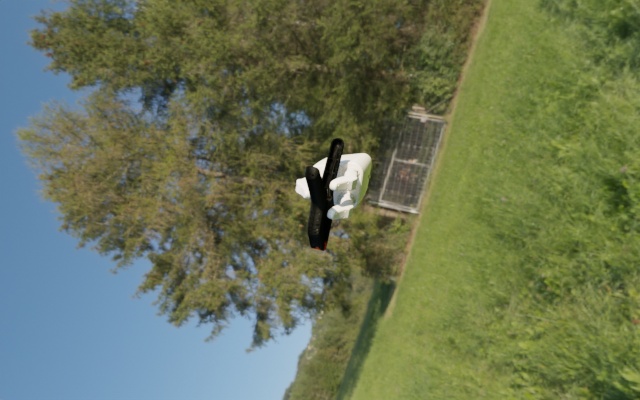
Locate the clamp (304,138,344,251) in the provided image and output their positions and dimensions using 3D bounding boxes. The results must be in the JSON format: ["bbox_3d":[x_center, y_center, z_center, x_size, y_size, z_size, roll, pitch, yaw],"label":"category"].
[{"bbox_3d":[-0.001,0.003,0.865,0.036,0.210,0.164,13,21,16],"label":"clamp"}]
